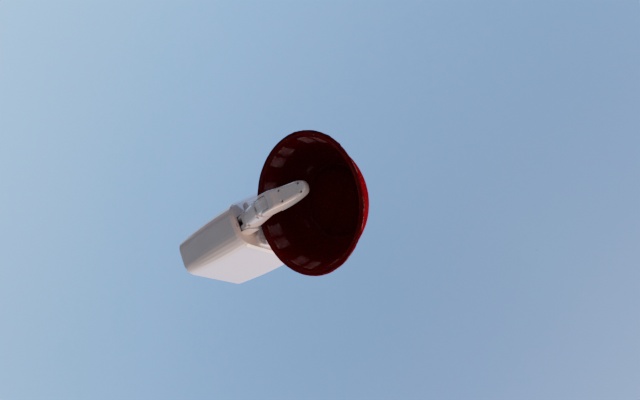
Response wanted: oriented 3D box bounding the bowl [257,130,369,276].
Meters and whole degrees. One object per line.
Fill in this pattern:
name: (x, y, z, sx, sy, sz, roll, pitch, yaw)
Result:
bowl: (0.001, 0.001, 0.544, 0.162, 0.162, 0.055, 0, 4, 43)
